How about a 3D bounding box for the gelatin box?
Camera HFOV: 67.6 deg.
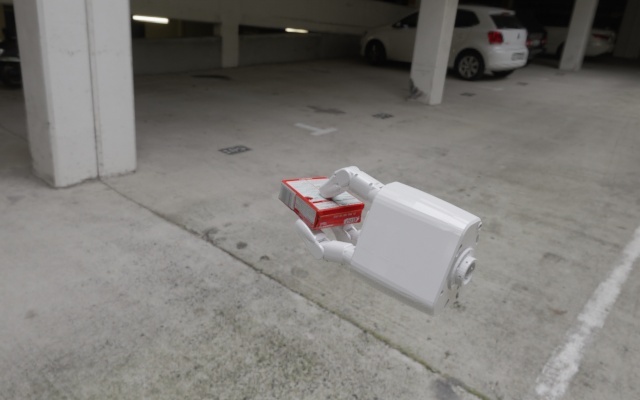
[{"bbox_3d":[0.000,0.001,0.610,0.073,0.030,0.089,-7,31,-36],"label":"gelatin box"}]
